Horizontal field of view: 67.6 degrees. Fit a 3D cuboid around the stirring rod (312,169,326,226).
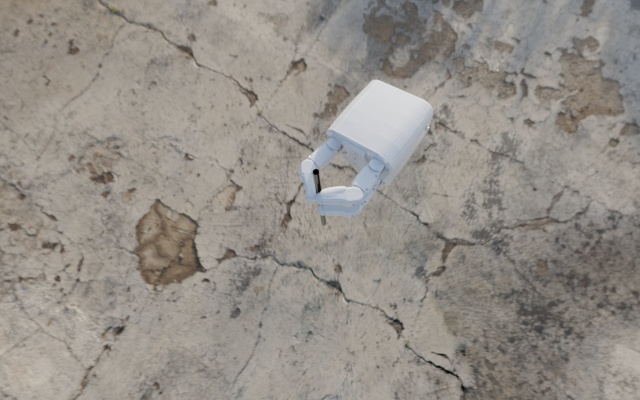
[{"bbox_3d":[0.000,0.002,0.669,0.011,0.011,0.240,0,-17,3],"label":"stirring rod"}]
